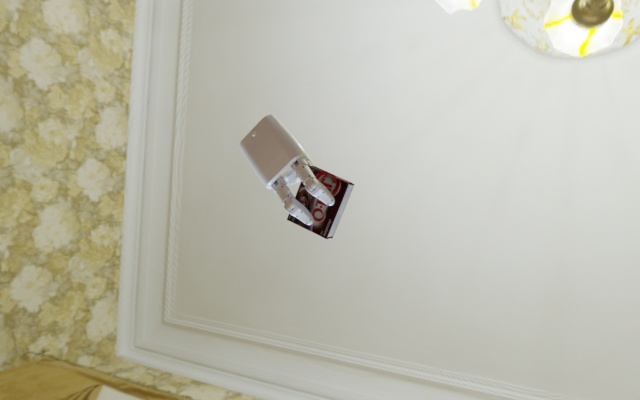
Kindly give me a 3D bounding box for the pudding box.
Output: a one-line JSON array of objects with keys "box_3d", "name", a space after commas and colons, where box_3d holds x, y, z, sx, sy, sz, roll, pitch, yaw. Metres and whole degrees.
[{"box_3d": [0.000, 0.003, 0.885, 0.090, 0.113, 0.039, 25, 10, 24], "name": "pudding box"}]
